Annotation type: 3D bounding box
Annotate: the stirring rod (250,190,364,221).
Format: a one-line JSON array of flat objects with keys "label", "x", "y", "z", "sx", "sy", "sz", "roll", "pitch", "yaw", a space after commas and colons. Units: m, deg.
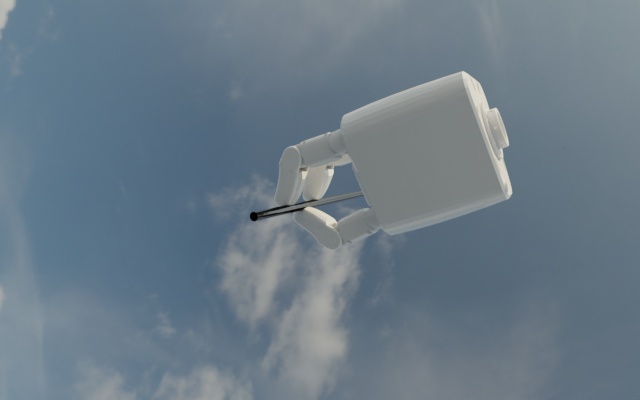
[{"label": "stirring rod", "x": 0.000, "y": 0.002, "z": 0.494, "sx": 0.011, "sy": 0.011, "sz": 0.239, "roll": 0, "pitch": 5, "yaw": 27}]
